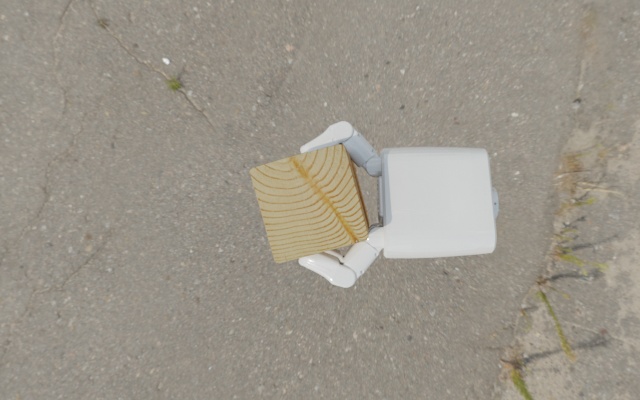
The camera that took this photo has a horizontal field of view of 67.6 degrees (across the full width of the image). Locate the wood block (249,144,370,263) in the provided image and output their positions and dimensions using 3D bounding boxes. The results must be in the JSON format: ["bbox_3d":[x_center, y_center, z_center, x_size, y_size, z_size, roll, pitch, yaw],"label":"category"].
[{"bbox_3d":[0.000,0.001,0.522,0.090,0.091,0.206,-15,-1,6],"label":"wood block"}]
